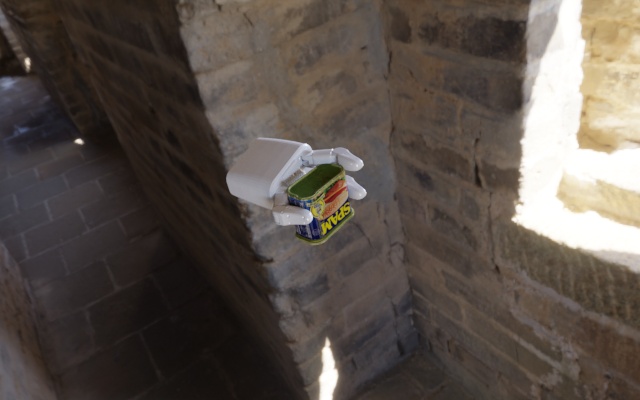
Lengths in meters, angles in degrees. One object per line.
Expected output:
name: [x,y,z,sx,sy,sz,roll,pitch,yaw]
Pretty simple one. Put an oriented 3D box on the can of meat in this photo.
can of meat: [0.000,0.002,0.722,0.057,0.084,0.102,18,44,38]
